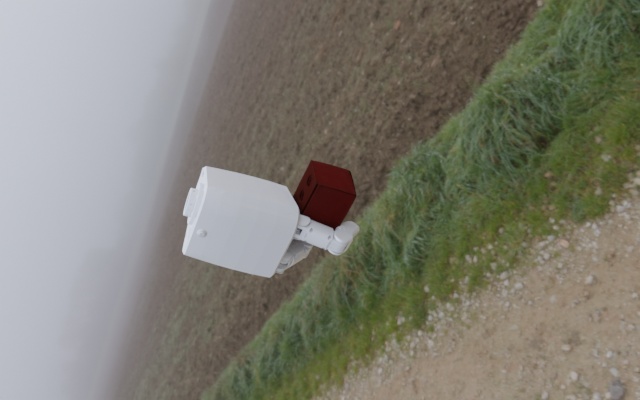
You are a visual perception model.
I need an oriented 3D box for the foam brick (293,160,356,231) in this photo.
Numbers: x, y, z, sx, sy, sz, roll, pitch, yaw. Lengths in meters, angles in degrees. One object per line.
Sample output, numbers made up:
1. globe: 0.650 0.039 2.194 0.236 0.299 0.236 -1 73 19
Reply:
1. foam brick: 0.000 0.002 0.559 0.051 0.078 0.053 17 31 -19
